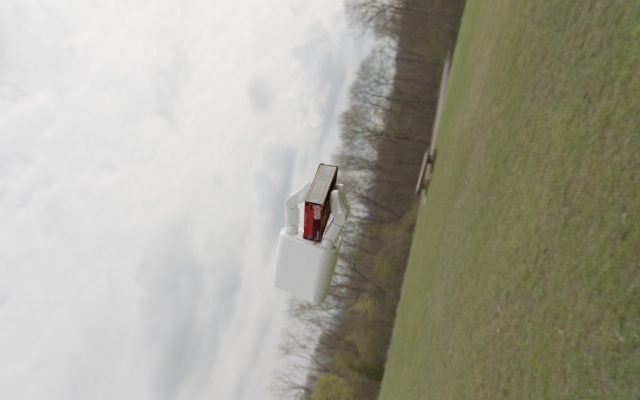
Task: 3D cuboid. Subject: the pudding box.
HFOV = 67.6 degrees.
[{"bbox_3d":[0.000,0.003,0.840,0.039,0.090,0.113,11,43,6],"label":"pudding box"}]
